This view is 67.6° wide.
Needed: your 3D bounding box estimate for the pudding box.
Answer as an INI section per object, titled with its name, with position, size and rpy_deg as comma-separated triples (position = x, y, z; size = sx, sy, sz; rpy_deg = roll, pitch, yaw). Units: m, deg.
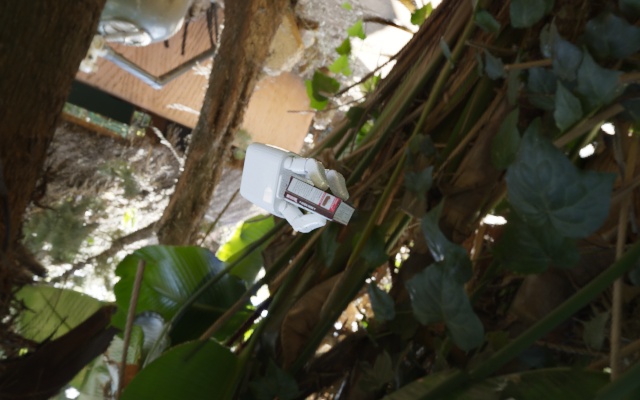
[pudding box]
position = 0.000, 0.003, 0.758
size = 0.090, 0.039, 0.113
rpy_deg = 24, 1, 15
